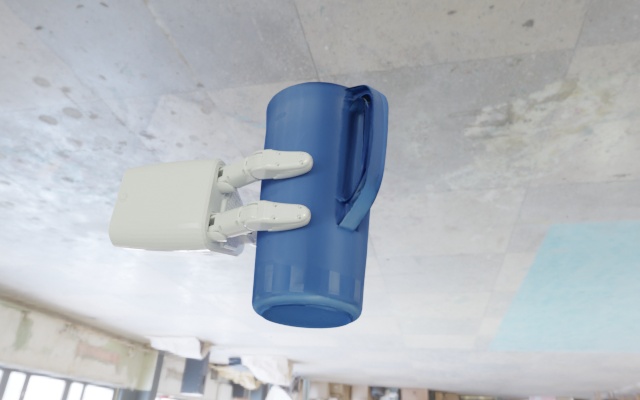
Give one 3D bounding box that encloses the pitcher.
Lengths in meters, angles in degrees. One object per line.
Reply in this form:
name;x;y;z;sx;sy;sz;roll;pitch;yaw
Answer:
pitcher;0.000;0.002;0.504;0.145;0.242;0.149;-1;-27;9
